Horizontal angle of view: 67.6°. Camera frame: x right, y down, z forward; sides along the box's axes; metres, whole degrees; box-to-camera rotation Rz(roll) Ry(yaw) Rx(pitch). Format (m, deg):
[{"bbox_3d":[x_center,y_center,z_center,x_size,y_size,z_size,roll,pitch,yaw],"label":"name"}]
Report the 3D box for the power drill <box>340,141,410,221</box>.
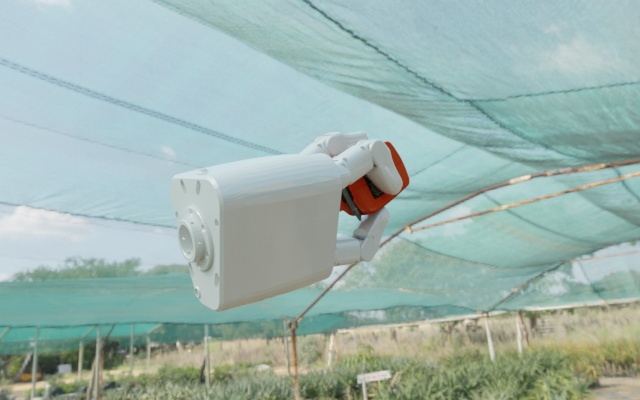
[{"bbox_3d":[0.000,0.002,0.522,0.188,0.057,0.184,-27,4,36],"label":"power drill"}]
